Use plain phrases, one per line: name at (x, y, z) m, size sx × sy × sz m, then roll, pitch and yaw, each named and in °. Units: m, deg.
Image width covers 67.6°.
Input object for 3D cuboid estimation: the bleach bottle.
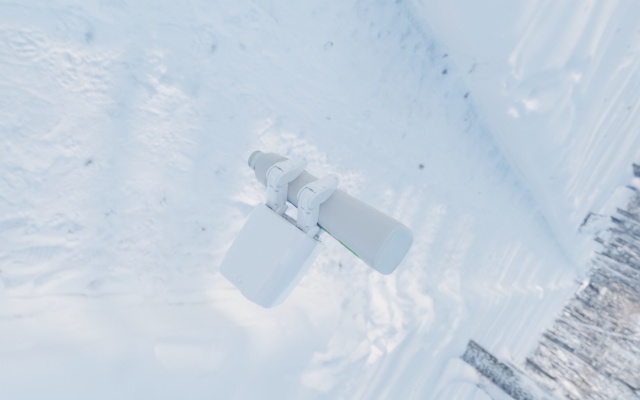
bleach bottle at (0.000, 0.002, 0.646) m, size 0.250 × 0.068 × 0.102 m, roll 33°, pitch -2°, yaw 28°
